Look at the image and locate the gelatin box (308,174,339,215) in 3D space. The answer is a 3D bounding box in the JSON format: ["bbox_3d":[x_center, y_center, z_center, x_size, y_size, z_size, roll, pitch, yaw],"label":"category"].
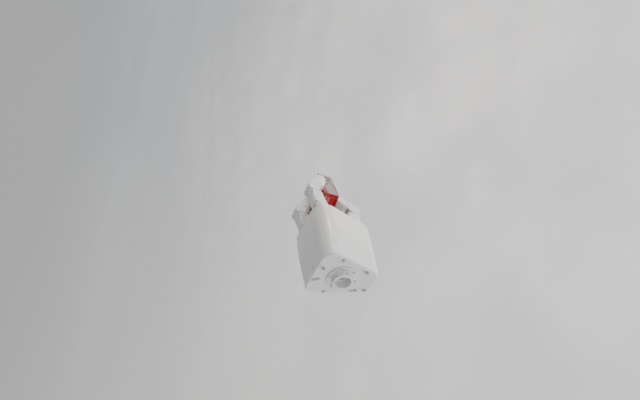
[{"bbox_3d":[0.001,0.003,0.858,0.030,0.073,0.089,16,23,-16],"label":"gelatin box"}]
